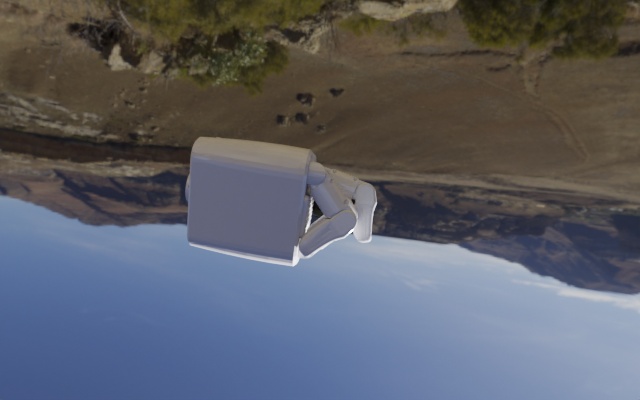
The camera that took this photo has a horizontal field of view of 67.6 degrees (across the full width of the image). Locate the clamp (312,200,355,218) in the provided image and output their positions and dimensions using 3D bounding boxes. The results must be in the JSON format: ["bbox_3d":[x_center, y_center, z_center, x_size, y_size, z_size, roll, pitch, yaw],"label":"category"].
[{"bbox_3d":[0.000,0.002,0.558,0.120,0.039,0.171,11,-1,3],"label":"clamp"}]
